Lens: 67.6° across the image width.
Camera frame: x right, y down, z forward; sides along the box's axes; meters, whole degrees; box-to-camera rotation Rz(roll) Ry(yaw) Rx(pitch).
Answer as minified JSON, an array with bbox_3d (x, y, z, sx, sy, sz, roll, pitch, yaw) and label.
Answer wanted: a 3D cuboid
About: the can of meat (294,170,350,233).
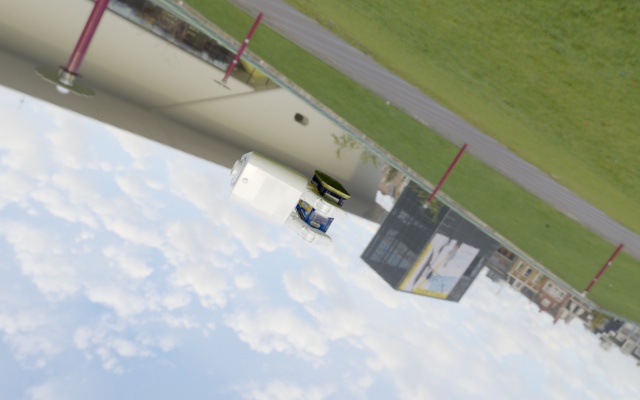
[{"bbox_3d":[0.000,0.003,0.857,0.057,0.084,0.102,27,11,-20],"label":"can of meat"}]
